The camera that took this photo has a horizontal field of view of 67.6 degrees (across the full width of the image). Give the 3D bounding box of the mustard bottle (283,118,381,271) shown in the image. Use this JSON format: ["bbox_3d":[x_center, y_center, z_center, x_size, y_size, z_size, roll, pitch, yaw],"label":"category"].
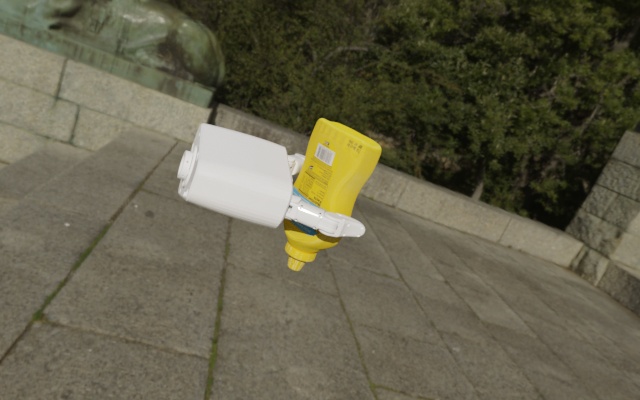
[{"bbox_3d":[0.000,0.002,0.595,0.058,0.192,0.096,8,21,-45],"label":"mustard bottle"}]
